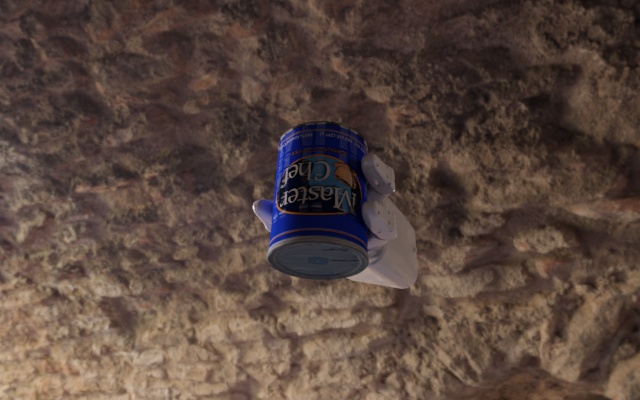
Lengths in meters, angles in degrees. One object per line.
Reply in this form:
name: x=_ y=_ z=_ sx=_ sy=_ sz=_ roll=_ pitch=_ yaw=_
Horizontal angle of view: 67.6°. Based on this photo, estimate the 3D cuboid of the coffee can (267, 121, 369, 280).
coffee can: x=0.000 y=0.002 z=0.513 sx=0.103 sy=0.140 sz=0.103 roll=2 pitch=-29 yaw=1
